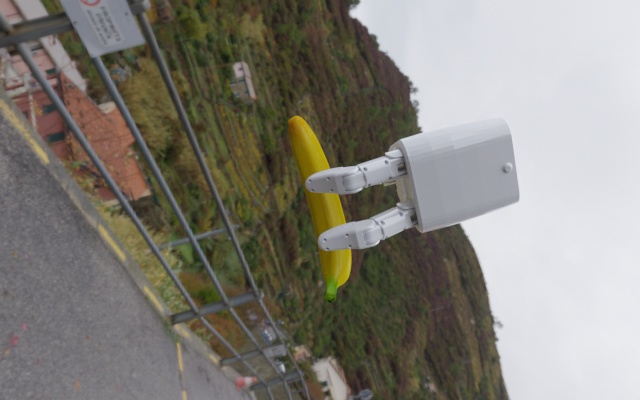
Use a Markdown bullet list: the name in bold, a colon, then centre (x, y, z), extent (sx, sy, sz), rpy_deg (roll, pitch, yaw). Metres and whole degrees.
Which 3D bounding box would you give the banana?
- **banana**: centre (0.003, 0.007, 0.522), extent (0.037, 0.198, 0.069), rpy_deg (-14, -7, 6)
